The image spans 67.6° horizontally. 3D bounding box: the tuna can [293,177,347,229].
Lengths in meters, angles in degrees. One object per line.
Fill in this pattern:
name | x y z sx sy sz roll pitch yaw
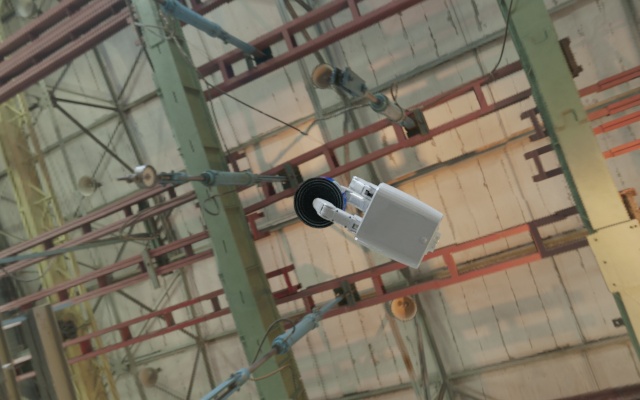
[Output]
tuna can | 0.000 0.003 0.803 0.086 0.086 0.034 0 5 14
